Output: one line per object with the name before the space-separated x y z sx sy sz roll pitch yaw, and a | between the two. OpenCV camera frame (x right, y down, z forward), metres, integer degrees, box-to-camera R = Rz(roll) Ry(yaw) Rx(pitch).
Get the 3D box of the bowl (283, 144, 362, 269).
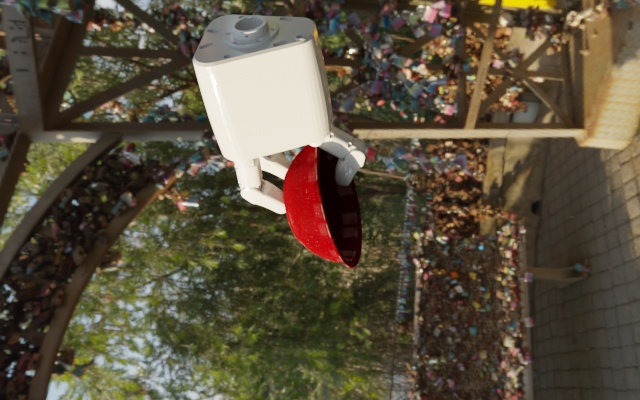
bowl | 0.000 0.003 0.553 0.055 0.162 0.162 -12 -4 17
